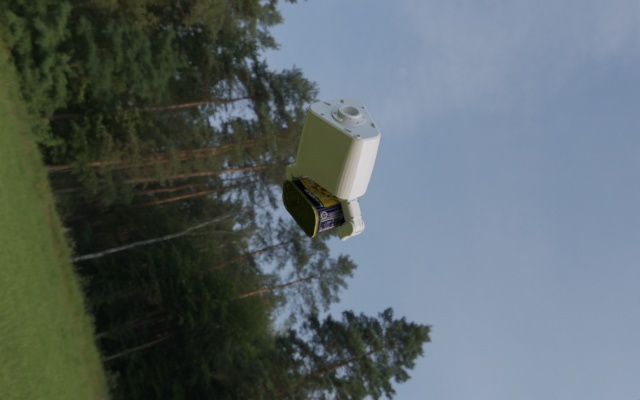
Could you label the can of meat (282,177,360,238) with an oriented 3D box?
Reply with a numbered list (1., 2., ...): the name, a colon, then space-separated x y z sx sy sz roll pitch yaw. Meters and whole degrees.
1. can of meat: 0.000 0.003 0.758 0.084 0.057 0.102 -16 44 -29
